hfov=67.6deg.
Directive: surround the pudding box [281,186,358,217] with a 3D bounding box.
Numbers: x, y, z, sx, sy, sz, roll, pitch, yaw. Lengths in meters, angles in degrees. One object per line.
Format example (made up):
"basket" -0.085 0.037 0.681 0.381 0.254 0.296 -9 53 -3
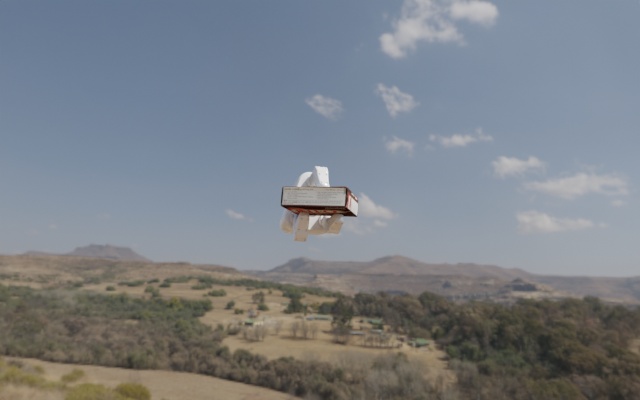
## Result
"pudding box" 0.000 0.002 0.801 0.113 0.039 0.090 -1 -11 15
